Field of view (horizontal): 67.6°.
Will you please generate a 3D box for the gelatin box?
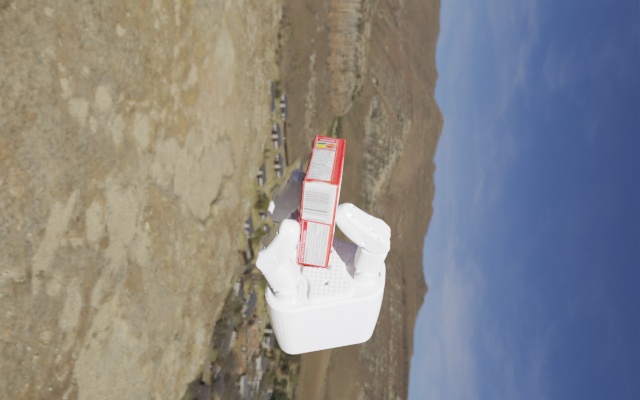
[{"bbox_3d":[0.001,0.001,0.405,0.030,0.089,0.073,8,36,3],"label":"gelatin box"}]
